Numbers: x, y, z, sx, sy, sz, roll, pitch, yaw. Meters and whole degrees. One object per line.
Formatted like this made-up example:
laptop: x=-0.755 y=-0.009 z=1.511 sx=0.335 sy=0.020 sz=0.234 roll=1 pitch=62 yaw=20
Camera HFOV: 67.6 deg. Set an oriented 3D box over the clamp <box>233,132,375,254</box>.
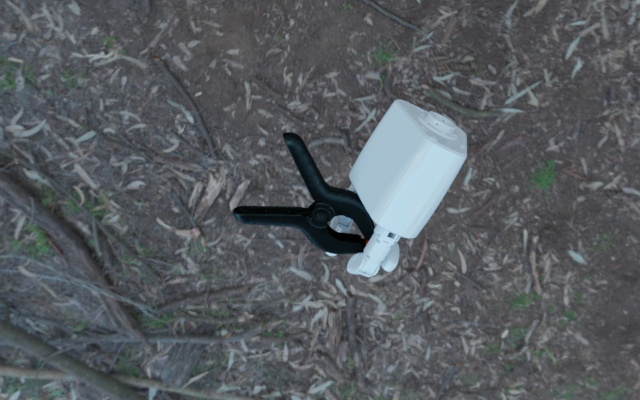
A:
clamp: x=0.000 y=0.002 z=0.539 sx=0.171 sy=0.120 sz=0.039 roll=22 pitch=28 yaw=-12
